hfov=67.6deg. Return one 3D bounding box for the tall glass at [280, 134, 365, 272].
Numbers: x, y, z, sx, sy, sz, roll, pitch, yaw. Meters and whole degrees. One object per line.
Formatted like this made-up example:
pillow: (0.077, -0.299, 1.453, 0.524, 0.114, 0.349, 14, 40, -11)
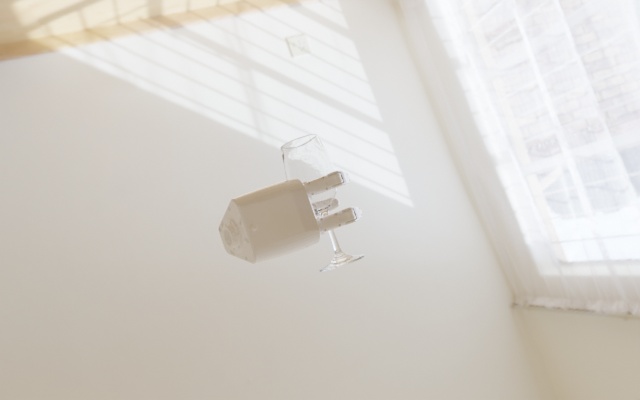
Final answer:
tall glass: (0.000, 0.003, 0.732, 0.079, 0.201, 0.079, -19, -3, -1)
